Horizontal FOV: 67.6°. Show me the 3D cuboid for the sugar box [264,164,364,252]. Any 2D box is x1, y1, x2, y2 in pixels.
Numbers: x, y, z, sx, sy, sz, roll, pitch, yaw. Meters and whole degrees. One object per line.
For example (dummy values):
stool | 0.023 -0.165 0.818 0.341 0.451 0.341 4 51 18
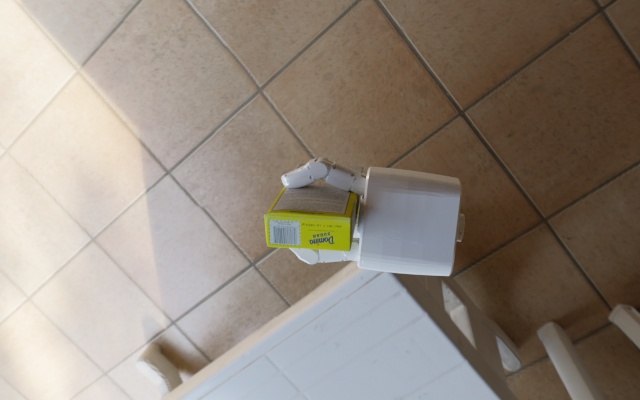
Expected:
sugar box | 0.000 0.002 0.576 0.093 0.048 0.176 3 20 9
